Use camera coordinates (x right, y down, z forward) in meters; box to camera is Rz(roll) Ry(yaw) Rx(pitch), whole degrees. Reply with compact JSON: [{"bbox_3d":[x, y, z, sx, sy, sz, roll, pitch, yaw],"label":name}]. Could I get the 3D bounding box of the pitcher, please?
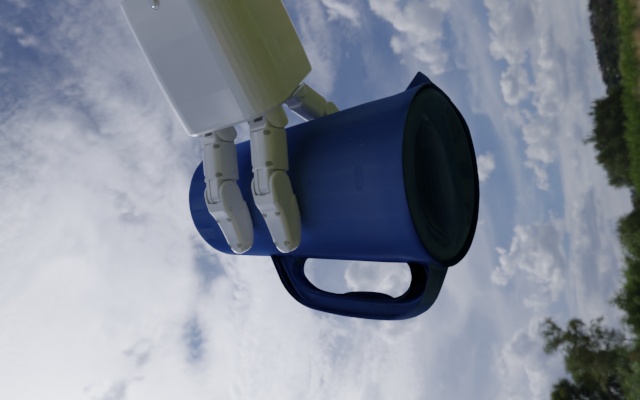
[{"bbox_3d":[0.000,0.001,0.410,0.243,0.145,0.149,-7,31,38],"label":"pitcher"}]
